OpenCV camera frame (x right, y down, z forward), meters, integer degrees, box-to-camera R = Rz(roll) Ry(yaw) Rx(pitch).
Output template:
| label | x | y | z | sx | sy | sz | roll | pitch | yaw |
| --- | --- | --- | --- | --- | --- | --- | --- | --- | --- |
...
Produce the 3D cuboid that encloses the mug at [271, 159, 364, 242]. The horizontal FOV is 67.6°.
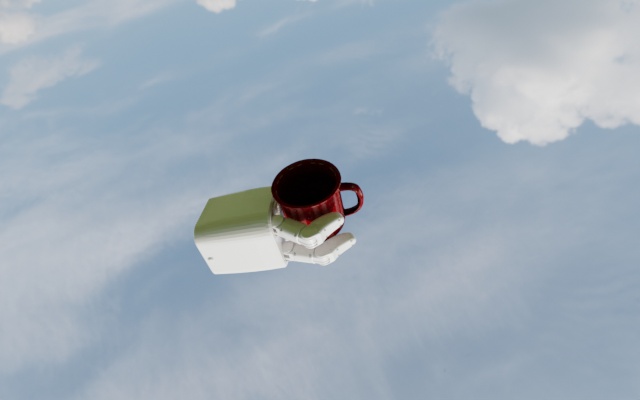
| label | x | y | z | sx | sy | sz | roll | pitch | yaw |
| --- | --- | --- | --- | --- | --- | --- | --- | --- | --- |
| mug | 0.002 | 0.002 | 0.645 | 0.117 | 0.093 | 0.082 | -8 | -45 | 7 |
